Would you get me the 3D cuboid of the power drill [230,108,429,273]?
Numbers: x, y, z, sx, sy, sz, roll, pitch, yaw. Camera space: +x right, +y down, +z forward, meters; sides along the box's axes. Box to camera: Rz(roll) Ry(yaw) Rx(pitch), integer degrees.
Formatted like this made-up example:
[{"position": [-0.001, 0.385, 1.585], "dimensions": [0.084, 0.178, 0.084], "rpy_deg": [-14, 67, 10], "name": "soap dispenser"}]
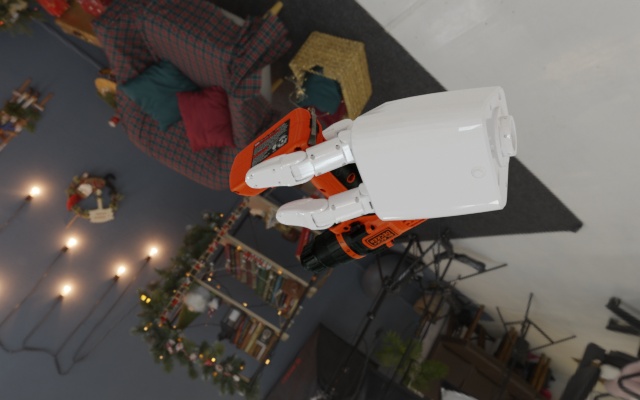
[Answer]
[{"position": [0.000, 0.001, 0.503], "dimensions": [0.184, 0.057, 0.188], "rpy_deg": [-34, -50, 30], "name": "power drill"}]
